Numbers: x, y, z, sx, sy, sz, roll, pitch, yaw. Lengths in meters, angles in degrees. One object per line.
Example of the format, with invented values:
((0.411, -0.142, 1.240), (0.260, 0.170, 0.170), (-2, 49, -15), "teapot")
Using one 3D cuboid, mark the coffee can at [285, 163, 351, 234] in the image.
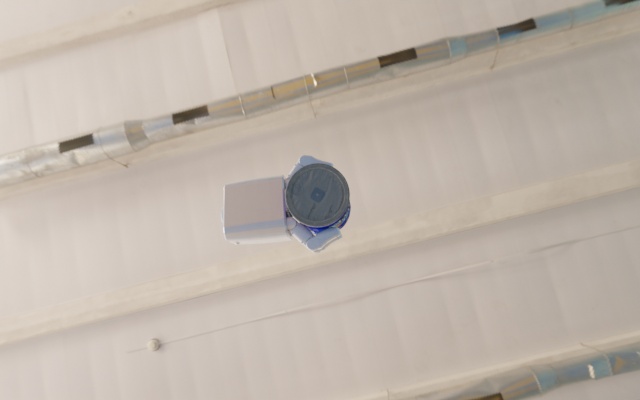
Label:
((0.000, 0.003, 0.821), (0.103, 0.103, 0.140), (0, -10, 4), "coffee can")
